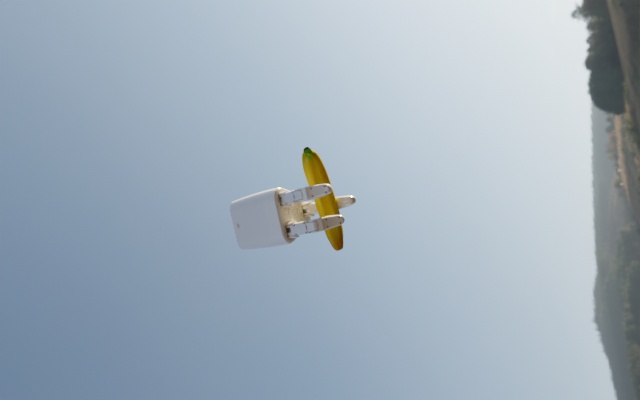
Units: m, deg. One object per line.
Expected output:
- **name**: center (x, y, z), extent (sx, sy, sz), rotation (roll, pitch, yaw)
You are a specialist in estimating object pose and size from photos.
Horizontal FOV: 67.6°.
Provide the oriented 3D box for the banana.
- **banana**: center (0.002, -0.008, 0.830), extent (0.037, 0.198, 0.069), rotation (-14, 23, 16)
